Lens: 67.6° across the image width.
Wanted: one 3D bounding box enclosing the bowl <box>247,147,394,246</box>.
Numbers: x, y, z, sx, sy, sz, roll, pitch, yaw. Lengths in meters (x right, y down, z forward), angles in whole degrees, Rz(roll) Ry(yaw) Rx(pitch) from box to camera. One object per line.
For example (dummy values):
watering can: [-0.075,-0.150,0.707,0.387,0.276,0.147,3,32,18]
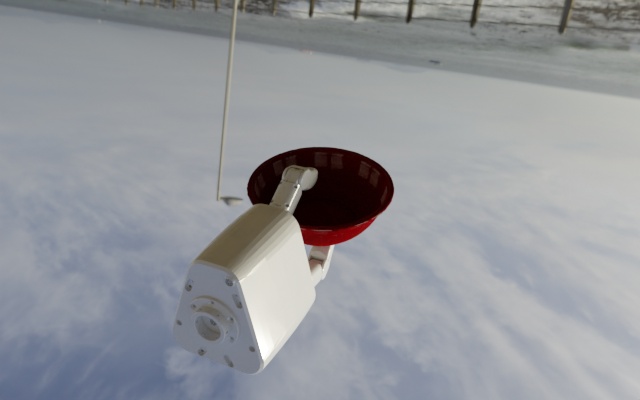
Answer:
bowl: [0.001,0.001,0.543,0.162,0.055,0.162,0,37,0]
